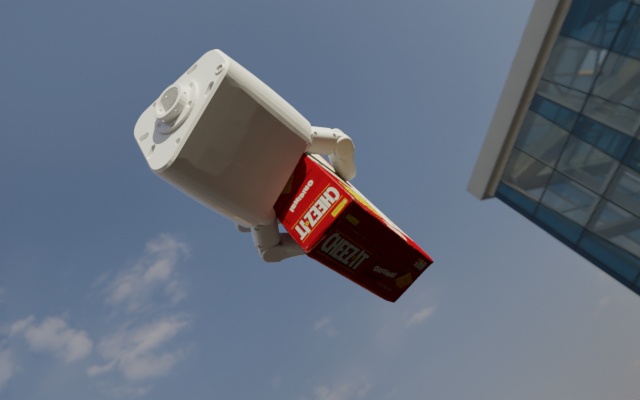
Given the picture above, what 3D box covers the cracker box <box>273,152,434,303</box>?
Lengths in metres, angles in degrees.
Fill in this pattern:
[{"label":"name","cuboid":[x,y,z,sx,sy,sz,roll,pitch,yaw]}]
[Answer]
[{"label":"cracker box","cuboid":[0.000,0.001,0.521,0.164,0.072,0.213,35,8,-45]}]
